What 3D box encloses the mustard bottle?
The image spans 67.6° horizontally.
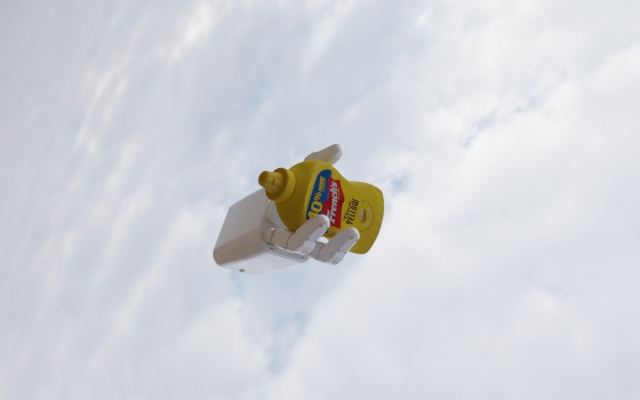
[{"bbox_3d":[0.001,0.002,0.601,0.192,0.096,0.058,23,-9,-41],"label":"mustard bottle"}]
